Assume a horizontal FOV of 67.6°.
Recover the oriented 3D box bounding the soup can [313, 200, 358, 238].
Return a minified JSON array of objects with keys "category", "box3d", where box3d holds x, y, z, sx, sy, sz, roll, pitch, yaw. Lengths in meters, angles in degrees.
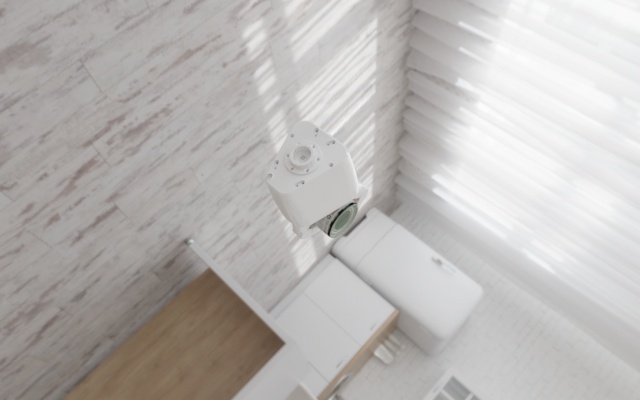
[{"category":"soup can","box3d":[0.000,0.003,0.744,0.102,0.068,0.068,39,17,23]}]
